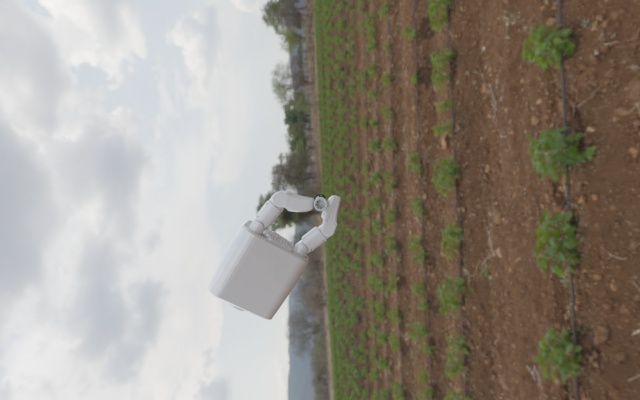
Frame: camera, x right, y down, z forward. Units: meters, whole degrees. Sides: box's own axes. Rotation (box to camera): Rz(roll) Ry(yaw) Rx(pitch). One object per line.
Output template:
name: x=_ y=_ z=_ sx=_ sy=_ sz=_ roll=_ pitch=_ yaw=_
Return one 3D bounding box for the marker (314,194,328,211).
marker: x=0.000 y=0.002 z=0.703 sx=0.020 sy=0.020 sz=0.121 roll=0 pitch=3 yaw=-1
